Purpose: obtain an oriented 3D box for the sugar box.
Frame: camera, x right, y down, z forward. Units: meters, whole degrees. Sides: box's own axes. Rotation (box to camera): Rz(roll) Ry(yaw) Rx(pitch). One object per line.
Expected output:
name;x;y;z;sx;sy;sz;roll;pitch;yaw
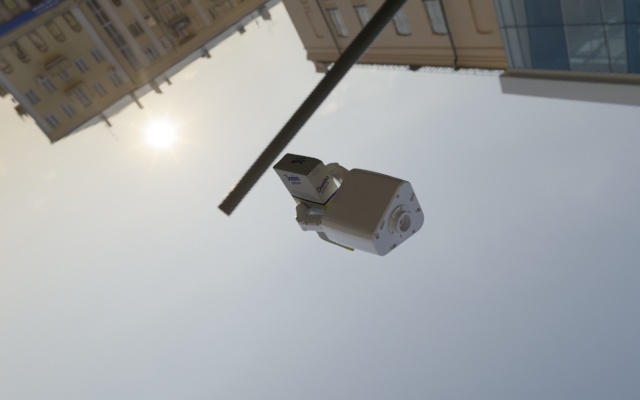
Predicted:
sugar box;0.001;0.002;0.798;0.093;0.176;0.048;17;54;47
